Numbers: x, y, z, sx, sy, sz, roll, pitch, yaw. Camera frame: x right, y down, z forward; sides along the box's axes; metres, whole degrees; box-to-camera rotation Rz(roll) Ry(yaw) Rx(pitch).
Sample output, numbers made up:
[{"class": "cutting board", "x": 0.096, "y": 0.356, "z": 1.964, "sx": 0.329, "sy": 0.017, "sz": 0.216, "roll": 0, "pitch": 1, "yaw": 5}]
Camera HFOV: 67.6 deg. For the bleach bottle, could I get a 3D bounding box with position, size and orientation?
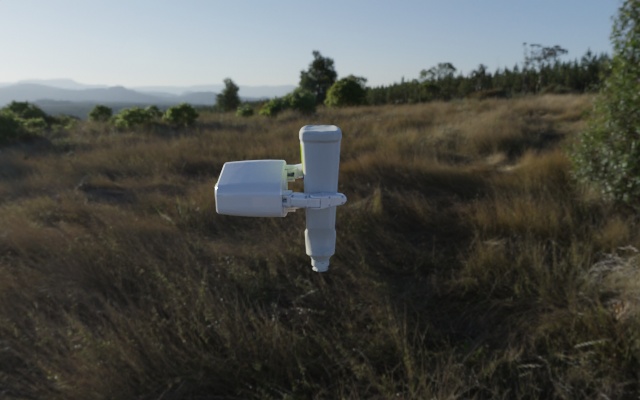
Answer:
[{"class": "bleach bottle", "x": 0.000, "y": 0.003, "z": 0.810, "sx": 0.068, "sy": 0.251, "sz": 0.102, "roll": 0, "pitch": 15, "yaw": 0}]
